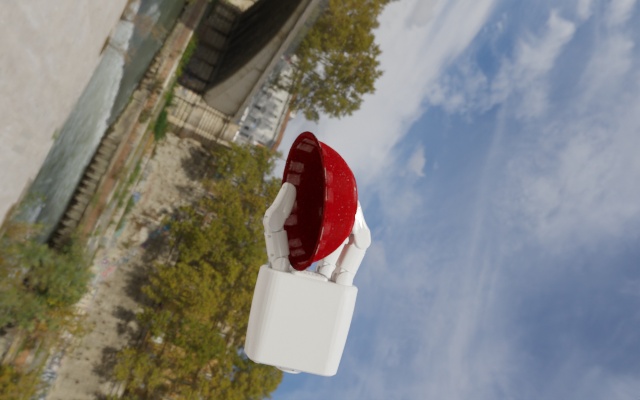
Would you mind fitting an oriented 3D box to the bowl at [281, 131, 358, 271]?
[{"bbox_3d":[0.001,0.001,0.561,0.055,0.162,0.162,2,-1,-21],"label":"bowl"}]
